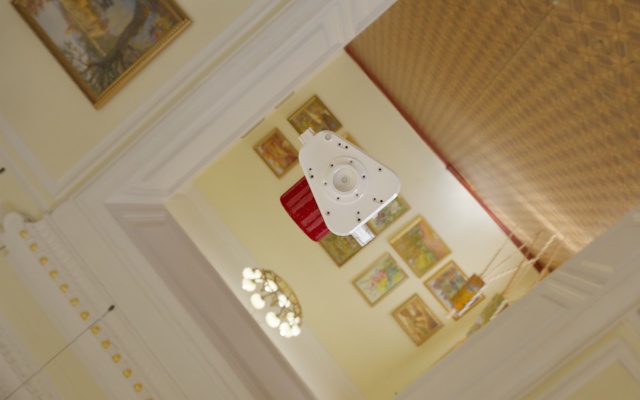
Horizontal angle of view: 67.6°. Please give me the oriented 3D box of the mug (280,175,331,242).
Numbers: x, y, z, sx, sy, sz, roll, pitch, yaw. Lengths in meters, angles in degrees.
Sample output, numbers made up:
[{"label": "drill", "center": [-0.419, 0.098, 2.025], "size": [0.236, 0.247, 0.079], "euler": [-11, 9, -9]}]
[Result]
[{"label": "mug", "center": [0.000, 0.002, 0.663], "size": [0.081, 0.093, 0.117], "euler": [-40, -4, 3]}]
